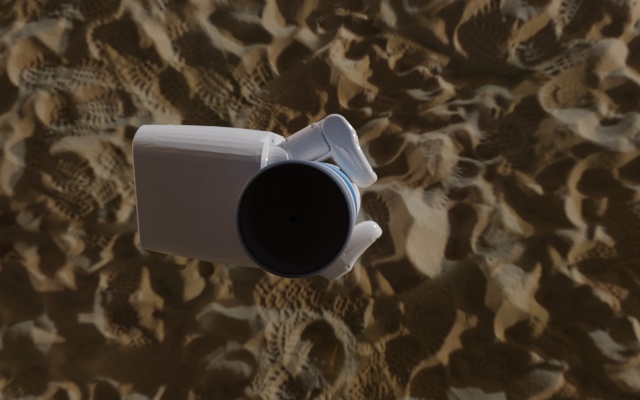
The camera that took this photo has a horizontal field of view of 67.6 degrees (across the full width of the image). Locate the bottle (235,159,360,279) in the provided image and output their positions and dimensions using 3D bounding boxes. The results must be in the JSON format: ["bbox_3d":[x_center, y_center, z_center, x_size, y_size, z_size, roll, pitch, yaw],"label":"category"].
[{"bbox_3d":[0.000,0.001,0.408,0.069,0.069,0.295,0,4,6],"label":"bottle"}]
